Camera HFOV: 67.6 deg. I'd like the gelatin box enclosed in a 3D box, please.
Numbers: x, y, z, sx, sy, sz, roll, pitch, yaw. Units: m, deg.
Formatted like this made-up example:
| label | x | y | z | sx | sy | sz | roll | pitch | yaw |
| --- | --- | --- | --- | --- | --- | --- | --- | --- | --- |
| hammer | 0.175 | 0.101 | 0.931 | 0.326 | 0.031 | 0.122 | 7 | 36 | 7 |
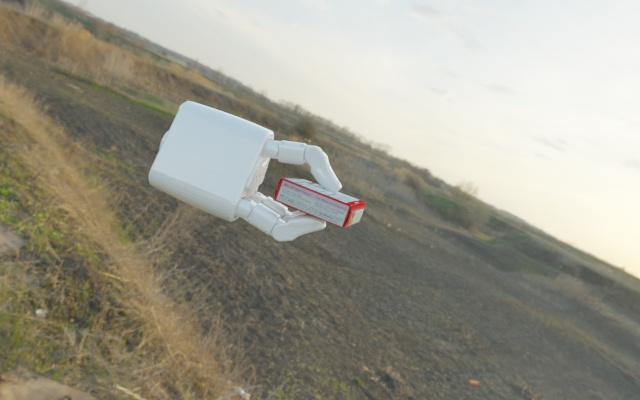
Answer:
| label | x | y | z | sx | sy | sz | roll | pitch | yaw |
| --- | --- | --- | --- | --- | --- | --- | --- | --- | --- |
| gelatin box | 0.001 | 0.001 | 0.546 | 0.089 | 0.030 | 0.073 | 21 | 8 | 15 |
